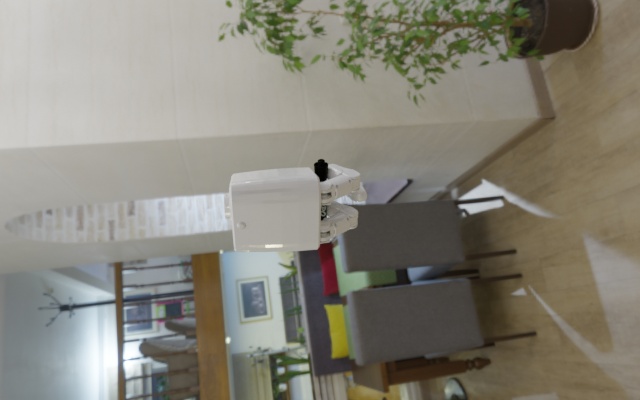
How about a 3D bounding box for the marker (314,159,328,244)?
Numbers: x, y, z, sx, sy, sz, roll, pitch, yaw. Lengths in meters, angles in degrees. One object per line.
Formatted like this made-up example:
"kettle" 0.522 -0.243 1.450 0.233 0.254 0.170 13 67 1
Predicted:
"marker" 0.000 0.002 0.637 0.020 0.121 0.020 1 28 0
